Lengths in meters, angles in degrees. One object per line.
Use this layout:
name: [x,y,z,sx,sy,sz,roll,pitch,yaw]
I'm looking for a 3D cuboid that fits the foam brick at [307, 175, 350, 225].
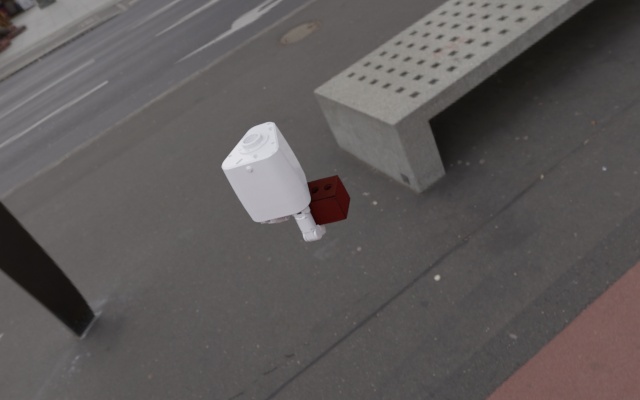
foam brick: [0.000,0.002,0.750,0.078,0.051,0.053,-14,36,20]
